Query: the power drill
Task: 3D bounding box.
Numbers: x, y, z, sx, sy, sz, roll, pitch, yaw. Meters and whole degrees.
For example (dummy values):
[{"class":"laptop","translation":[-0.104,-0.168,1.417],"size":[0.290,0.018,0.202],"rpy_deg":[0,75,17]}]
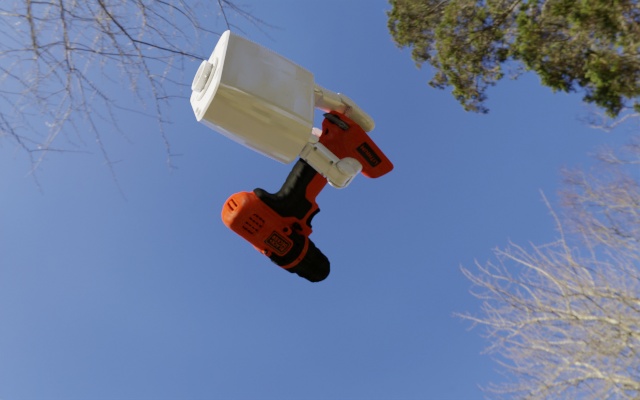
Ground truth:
[{"class":"power drill","translation":[0.000,0.001,0.576],"size":[0.184,0.187,0.057],"rpy_deg":[42,-1,-43]}]
